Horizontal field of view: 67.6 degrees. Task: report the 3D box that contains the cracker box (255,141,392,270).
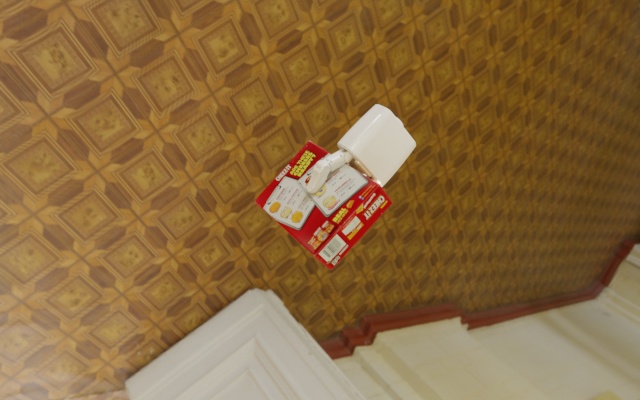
[{"bbox_3d":[0.000,0.003,0.881,0.213,0.164,0.072,37,-7,45],"label":"cracker box"}]
